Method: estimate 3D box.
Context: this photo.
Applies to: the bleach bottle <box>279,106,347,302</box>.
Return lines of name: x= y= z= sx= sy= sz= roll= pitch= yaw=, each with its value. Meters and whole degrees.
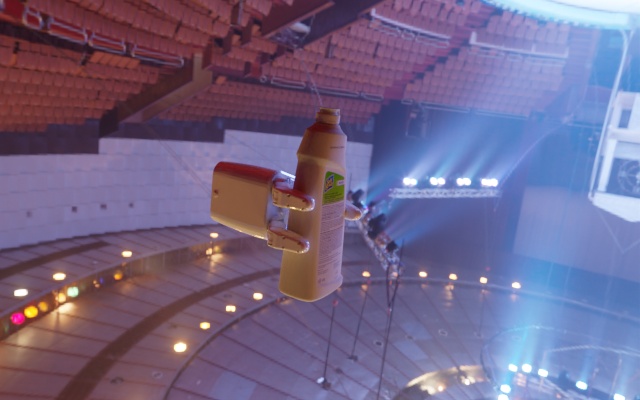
bleach bottle: x=0.000 y=0.002 z=0.642 sx=0.068 sy=0.251 sz=0.102 roll=14 pitch=15 yaw=26
